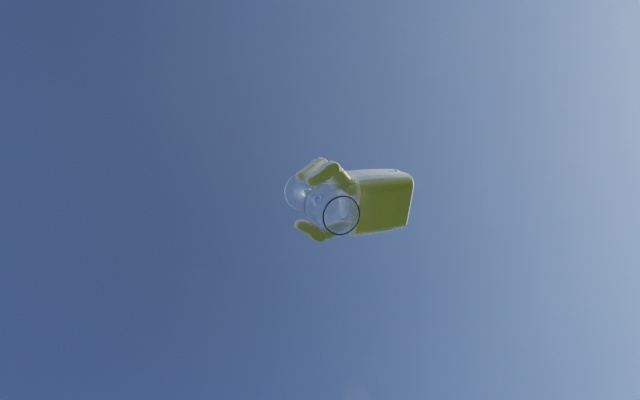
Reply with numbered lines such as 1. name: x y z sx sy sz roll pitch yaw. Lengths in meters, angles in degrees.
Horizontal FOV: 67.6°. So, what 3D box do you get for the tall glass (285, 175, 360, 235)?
1. tall glass: 0.000 0.003 0.815 0.079 0.079 0.201 0 12 -19
